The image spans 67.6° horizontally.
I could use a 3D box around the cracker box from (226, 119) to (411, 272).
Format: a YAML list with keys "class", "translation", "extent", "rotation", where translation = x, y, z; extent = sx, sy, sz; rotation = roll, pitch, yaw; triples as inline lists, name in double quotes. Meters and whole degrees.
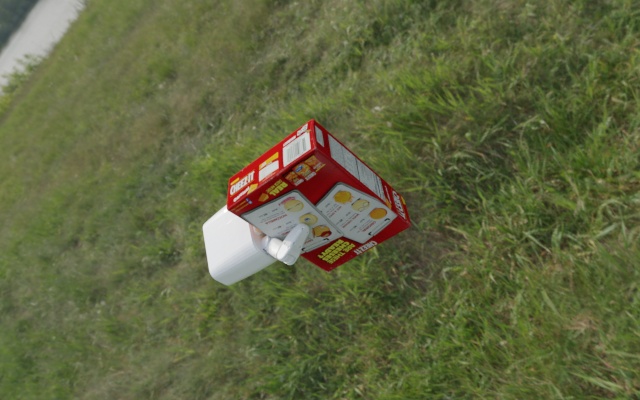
- class: "cracker box"
  translation: [0.000, 0.002, 0.687]
  extent: [0.164, 0.072, 0.214]
  rotation: [-33, -49, 27]
